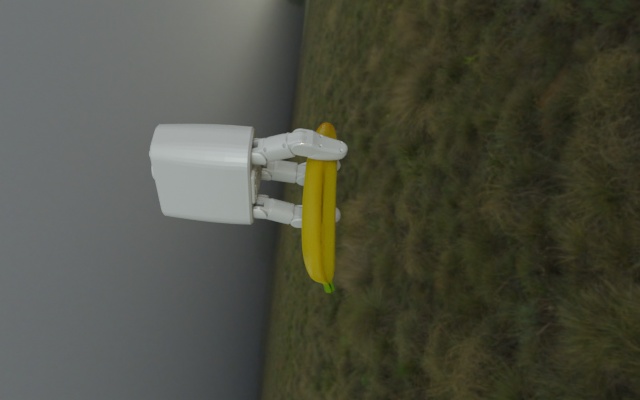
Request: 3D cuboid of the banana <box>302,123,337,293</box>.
[{"bbox_3d":[-0.001,0.003,0.525,0.037,0.197,0.069,1,-7,2],"label":"banana"}]
